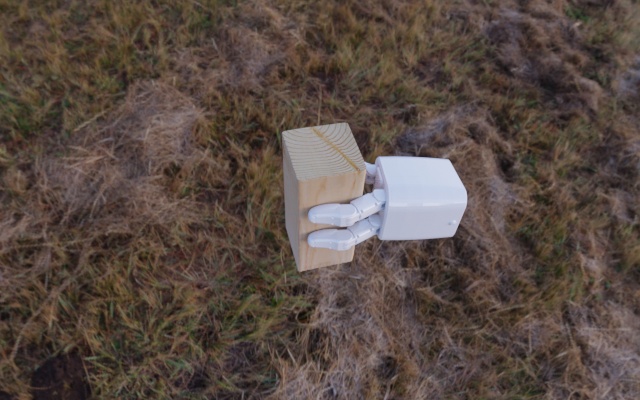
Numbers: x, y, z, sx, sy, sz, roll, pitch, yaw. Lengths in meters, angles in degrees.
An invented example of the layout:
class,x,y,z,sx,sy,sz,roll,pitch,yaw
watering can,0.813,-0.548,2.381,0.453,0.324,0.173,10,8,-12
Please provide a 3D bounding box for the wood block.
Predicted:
class,x,y,z,sx,sy,sz,roll,pitch,yaw
wood block,0.000,0.002,0.673,0.090,0.090,0.206,-10,-39,-11
